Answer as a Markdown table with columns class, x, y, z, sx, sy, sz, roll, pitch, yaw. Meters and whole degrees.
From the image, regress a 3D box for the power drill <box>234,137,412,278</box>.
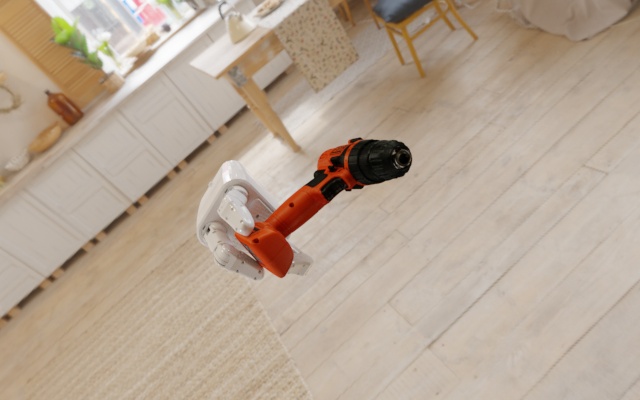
| class | x | y | z | sx | sy | sz | roll | pitch | yaw |
| --- | --- | --- | --- | --- | --- | --- | --- | --- | --- |
| power drill | 0.000 | 0.002 | 0.534 | 0.187 | 0.057 | 0.184 | -41 | 14 | -16 |
